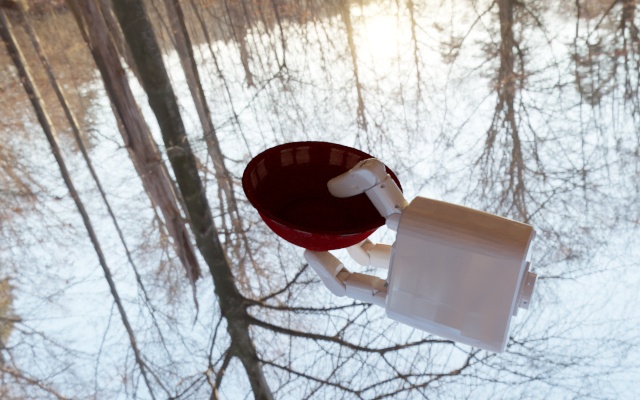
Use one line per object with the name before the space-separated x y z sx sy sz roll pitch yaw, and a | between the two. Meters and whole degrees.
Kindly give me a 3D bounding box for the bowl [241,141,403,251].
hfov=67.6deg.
bowl | -0.001 0.001 0.491 0.162 0.055 0.162 5 37 -4
